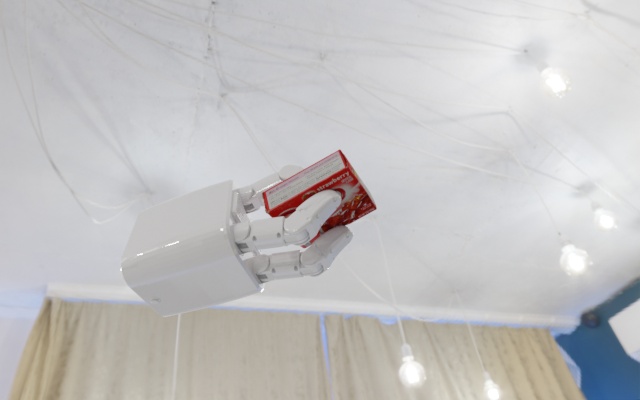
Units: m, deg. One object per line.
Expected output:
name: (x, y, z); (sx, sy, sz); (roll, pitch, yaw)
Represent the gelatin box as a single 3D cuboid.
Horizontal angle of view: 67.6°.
gelatin box: (0.000, 0.001, 0.463); (0.089, 0.030, 0.073); (-29, -43, 10)
